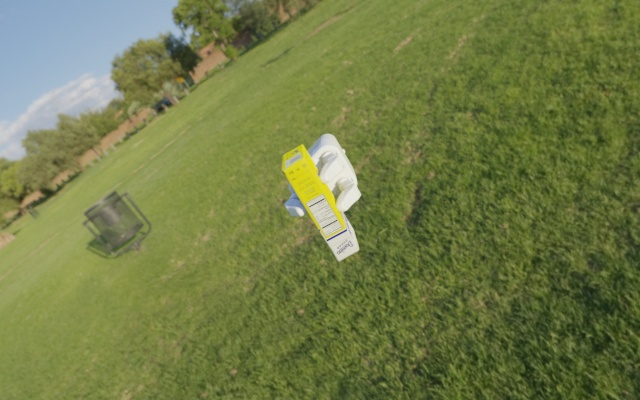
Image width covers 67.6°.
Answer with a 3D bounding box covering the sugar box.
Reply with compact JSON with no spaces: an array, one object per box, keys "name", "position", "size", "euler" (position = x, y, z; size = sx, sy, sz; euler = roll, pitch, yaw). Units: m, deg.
[{"name":"sugar box","position":[0.001,0.002,0.767],"size":[0.048,0.176,0.093],"euler":[-31,19,8]}]
